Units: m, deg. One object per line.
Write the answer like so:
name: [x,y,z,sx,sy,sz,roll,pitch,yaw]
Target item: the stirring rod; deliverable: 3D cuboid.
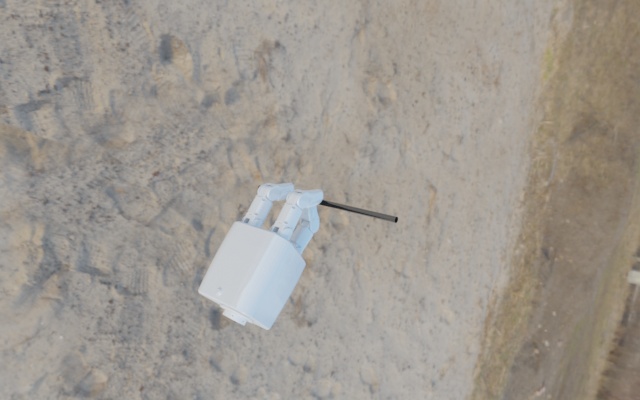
stirring rod: [0.000,0.002,0.661,0.239,0.011,0.011,13,8,37]
